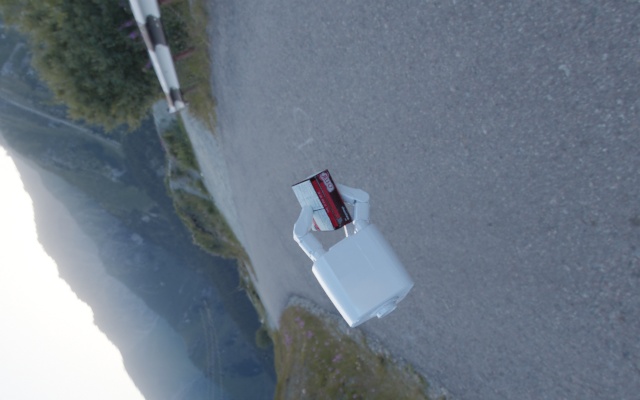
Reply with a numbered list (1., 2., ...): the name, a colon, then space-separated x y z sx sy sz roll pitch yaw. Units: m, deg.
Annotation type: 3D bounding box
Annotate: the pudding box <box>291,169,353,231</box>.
1. pudding box: 0.000 0.003 0.762 0.039 0.090 0.113 -27 5 -19
